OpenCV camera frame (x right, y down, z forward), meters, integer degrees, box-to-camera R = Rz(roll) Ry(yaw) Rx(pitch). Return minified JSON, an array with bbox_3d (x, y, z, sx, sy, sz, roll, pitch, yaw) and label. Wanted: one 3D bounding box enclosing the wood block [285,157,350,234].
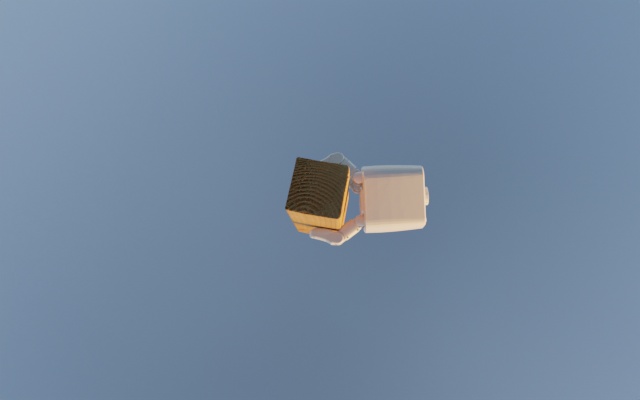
[{"bbox_3d":[0.000,0.003,0.848,0.090,0.090,0.206,10,-13,5],"label":"wood block"}]
